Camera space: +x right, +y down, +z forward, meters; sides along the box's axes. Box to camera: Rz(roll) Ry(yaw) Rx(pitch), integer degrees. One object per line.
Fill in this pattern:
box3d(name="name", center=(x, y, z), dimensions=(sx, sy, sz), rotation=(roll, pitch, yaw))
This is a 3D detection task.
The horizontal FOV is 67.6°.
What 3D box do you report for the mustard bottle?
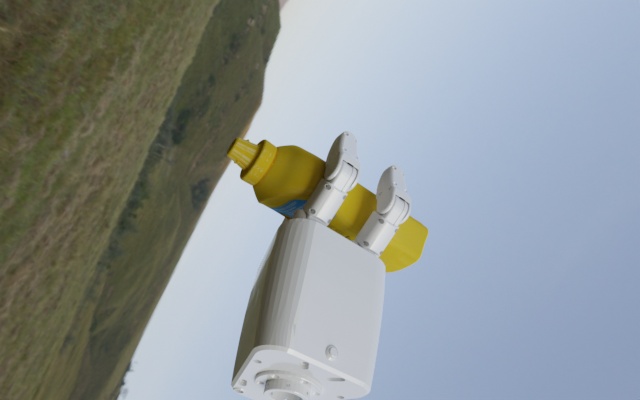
box3d(name="mustard bottle", center=(0.000, 0.001, 0.439), dimensions=(0.192, 0.058, 0.096), rotation=(32, -20, -21))
